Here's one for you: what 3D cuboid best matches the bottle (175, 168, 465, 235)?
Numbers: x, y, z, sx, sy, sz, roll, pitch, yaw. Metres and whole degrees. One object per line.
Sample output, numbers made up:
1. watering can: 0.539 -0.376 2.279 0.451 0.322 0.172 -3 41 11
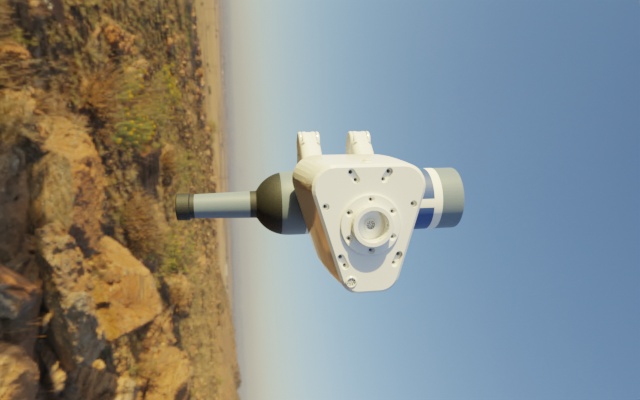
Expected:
1. bottle: 0.000 0.002 0.506 0.296 0.069 0.069 -2 0 -9
